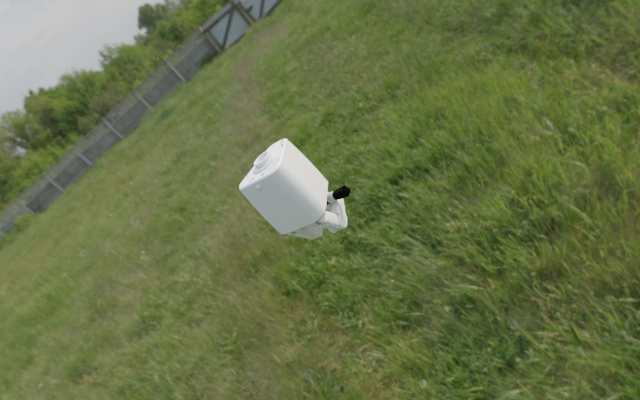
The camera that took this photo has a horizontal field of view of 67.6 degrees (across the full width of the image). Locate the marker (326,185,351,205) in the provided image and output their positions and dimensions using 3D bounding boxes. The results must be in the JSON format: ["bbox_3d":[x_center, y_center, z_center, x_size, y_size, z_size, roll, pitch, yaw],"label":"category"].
[{"bbox_3d":[0.000,0.003,0.788,0.121,0.020,0.020,-24,-15,37],"label":"marker"}]
